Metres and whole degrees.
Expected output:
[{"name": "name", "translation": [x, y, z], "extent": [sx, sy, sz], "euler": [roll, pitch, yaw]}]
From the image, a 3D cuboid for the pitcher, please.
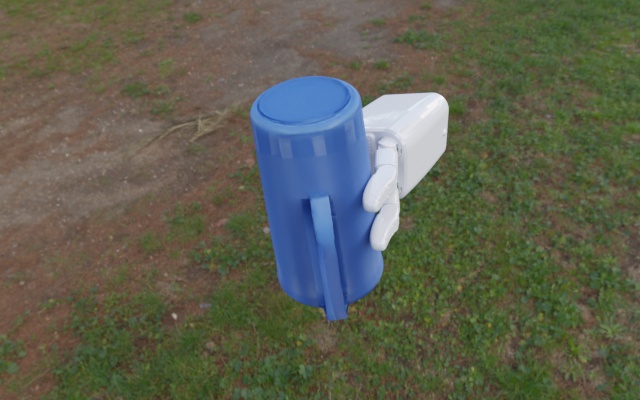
[{"name": "pitcher", "translation": [0.000, 0.002, 0.520], "extent": [0.149, 0.243, 0.145], "euler": [26, 51, 34]}]
